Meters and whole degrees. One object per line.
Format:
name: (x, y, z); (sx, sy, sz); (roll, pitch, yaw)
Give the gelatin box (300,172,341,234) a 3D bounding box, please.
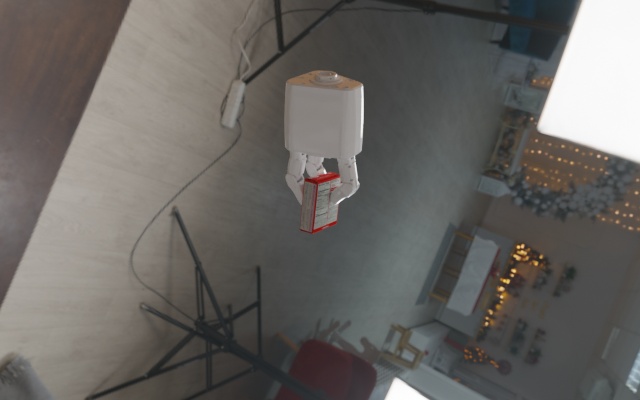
gelatin box: (0.000, 0.003, 0.782); (0.030, 0.089, 0.073); (15, 19, 31)
